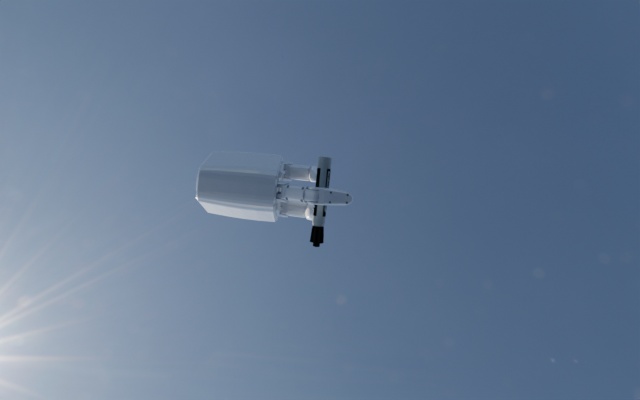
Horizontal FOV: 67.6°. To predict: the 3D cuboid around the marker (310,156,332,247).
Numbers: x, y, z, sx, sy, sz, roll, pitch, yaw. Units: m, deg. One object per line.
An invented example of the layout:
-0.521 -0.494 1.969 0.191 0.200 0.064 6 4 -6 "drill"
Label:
0.000 0.002 0.640 0.020 0.121 0.020 6 3 0 "marker"
